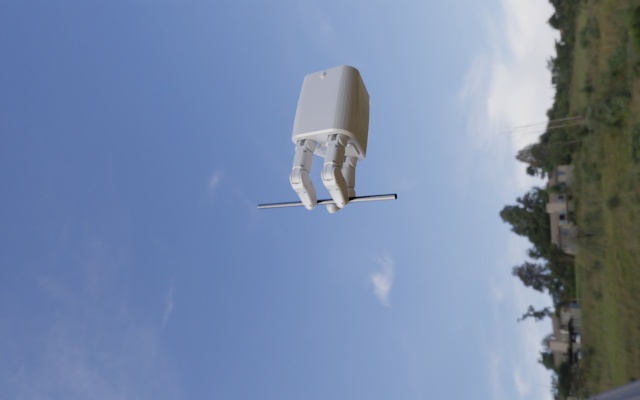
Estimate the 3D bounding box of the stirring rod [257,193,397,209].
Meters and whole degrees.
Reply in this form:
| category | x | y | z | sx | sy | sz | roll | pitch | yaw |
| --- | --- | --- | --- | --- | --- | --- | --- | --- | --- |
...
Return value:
| category | x | y | z | sx | sy | sz | roll | pitch | yaw |
| --- | --- | --- | --- | --- | --- | --- | --- | --- | --- |
| stirring rod | 0.000 | 0.002 | 0.687 | 0.239 | 0.011 | 0.011 | -4 | -3 | 36 |
